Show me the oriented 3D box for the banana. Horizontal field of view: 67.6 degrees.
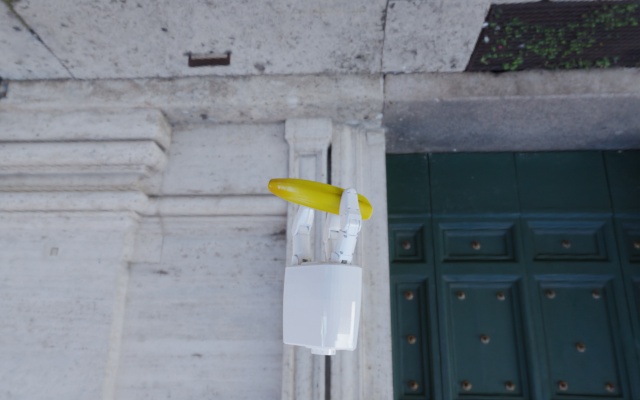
[{"bbox_3d":[0.016,0.002,0.665,0.069,0.037,0.198,-3,-13,40],"label":"banana"}]
